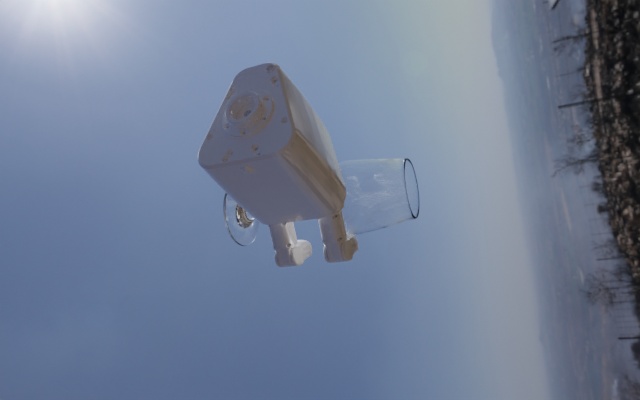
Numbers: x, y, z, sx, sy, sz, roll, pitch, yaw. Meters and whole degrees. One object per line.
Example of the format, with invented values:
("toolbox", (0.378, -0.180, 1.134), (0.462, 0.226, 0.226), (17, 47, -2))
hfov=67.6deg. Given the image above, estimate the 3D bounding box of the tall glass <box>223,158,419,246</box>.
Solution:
("tall glass", (0.000, 0.002, 0.512), (0.201, 0.079, 0.079), (-9, -3, 22))
